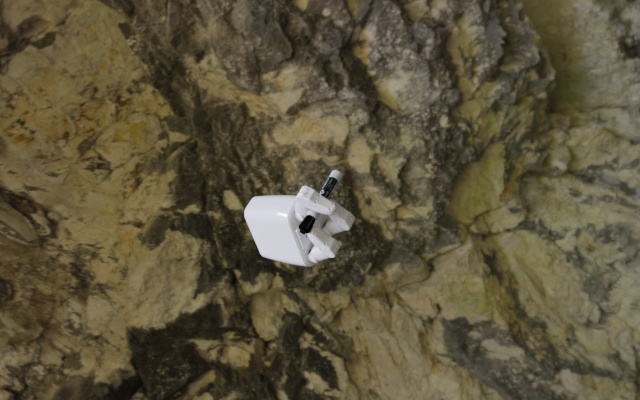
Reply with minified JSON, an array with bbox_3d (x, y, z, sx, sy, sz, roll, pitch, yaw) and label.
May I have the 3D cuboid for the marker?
[{"bbox_3d":[0.000,0.002,0.724,0.020,0.121,0.020,22,-32,15],"label":"marker"}]
